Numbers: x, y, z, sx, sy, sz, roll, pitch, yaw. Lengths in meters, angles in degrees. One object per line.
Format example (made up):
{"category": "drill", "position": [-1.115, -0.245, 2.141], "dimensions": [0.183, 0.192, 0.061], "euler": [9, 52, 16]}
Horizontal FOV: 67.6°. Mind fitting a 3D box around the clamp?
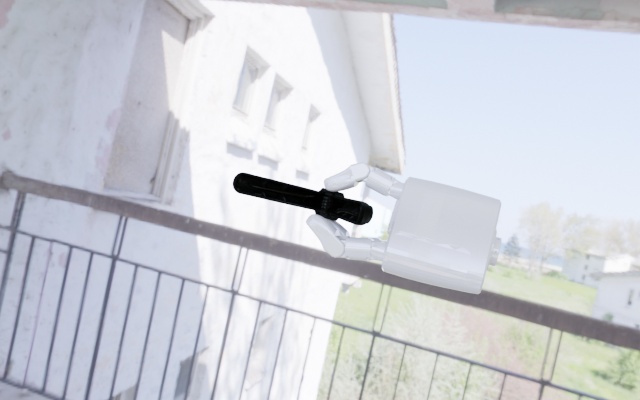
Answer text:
{"category": "clamp", "position": [0.001, 0.001, 0.590], "dimensions": [0.164, 0.036, 0.210], "euler": [15, 1, 17]}
